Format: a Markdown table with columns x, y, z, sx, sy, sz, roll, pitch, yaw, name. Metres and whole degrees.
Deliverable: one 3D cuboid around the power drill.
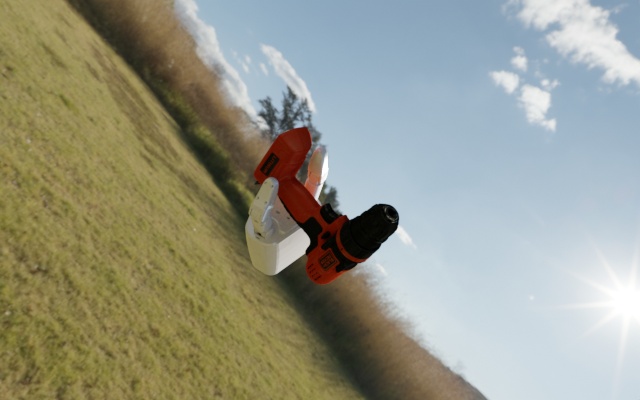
| x | y | z | sx | sy | sz | roll | pitch | yaw | name |
| --- | --- | --- | --- | --- | --- | --- | --- | --- | --- |
| 0.000 | 0.002 | 0.610 | 0.057 | 0.187 | 0.184 | -22 | -16 | -41 | power drill |
